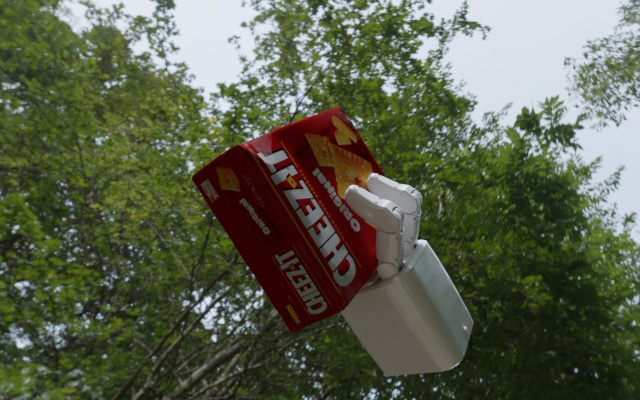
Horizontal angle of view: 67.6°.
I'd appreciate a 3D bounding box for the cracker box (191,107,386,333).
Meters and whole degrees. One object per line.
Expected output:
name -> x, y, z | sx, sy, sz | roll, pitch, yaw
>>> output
cracker box -> 0.000, 0.002, 0.485 | 0.072, 0.164, 0.213 | -31, 3, 31
